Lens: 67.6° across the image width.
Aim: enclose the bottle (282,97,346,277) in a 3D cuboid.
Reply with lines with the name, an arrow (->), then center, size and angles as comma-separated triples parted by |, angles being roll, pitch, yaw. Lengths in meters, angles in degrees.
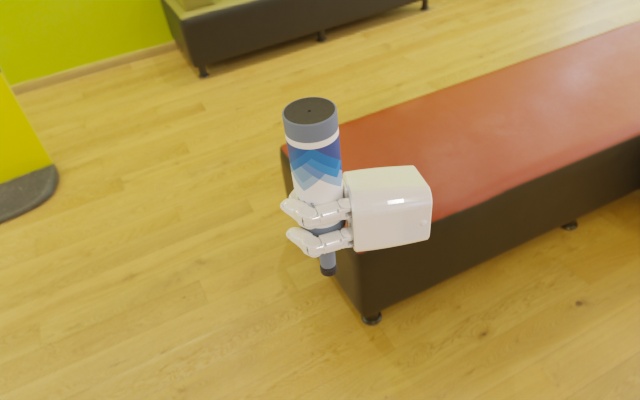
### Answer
bottle -> 0.000, 0.002, 0.667 | 0.069, 0.296, 0.069 | -4, 42, 3
